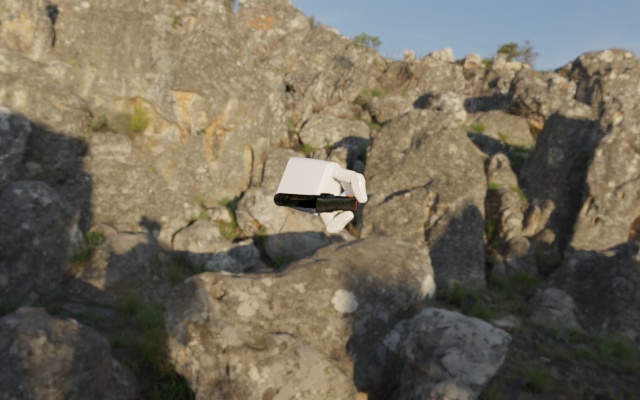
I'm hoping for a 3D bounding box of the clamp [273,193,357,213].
[{"bbox_3d":[0.000,0.002,0.886,0.120,0.039,0.171,14,6,34],"label":"clamp"}]
